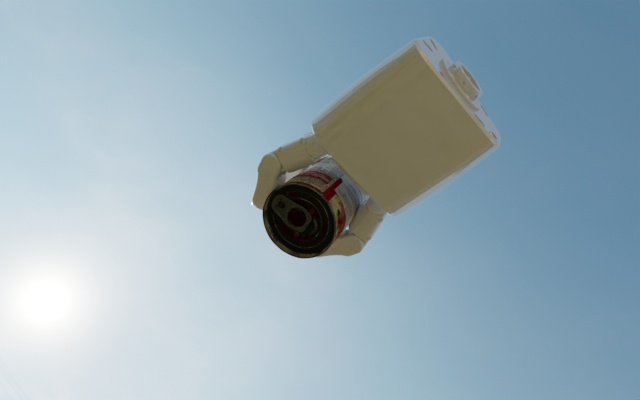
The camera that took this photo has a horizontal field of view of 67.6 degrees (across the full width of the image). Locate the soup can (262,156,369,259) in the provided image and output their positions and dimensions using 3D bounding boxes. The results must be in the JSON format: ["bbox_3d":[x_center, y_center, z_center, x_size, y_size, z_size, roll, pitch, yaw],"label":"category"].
[{"bbox_3d":[0.000,0.002,0.443,0.068,0.068,0.102,0,19,23],"label":"soup can"}]
